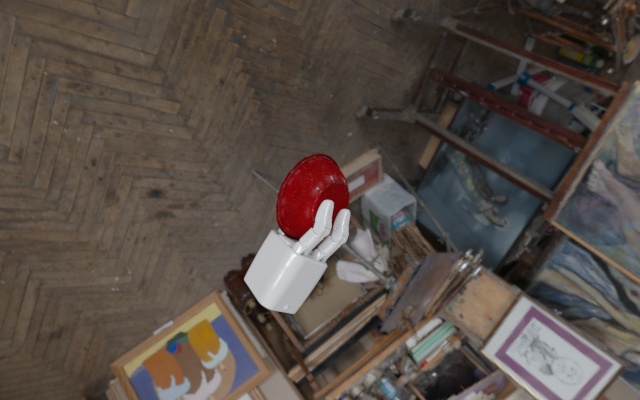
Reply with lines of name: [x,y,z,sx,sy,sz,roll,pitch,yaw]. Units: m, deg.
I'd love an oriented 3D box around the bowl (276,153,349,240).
bowl: [0.001,0.002,0.829,0.055,0.162,0.162,24,16,39]
